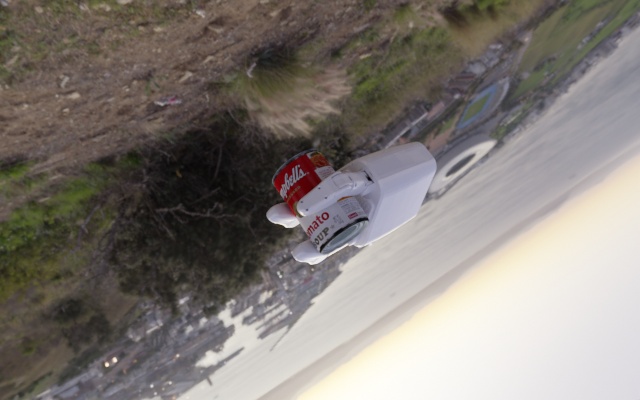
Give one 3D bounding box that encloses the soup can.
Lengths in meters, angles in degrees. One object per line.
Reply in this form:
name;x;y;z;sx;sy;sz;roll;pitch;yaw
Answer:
soup can;0.000;0.002;0.542;0.068;0.102;0.068;-31;-18;-11
